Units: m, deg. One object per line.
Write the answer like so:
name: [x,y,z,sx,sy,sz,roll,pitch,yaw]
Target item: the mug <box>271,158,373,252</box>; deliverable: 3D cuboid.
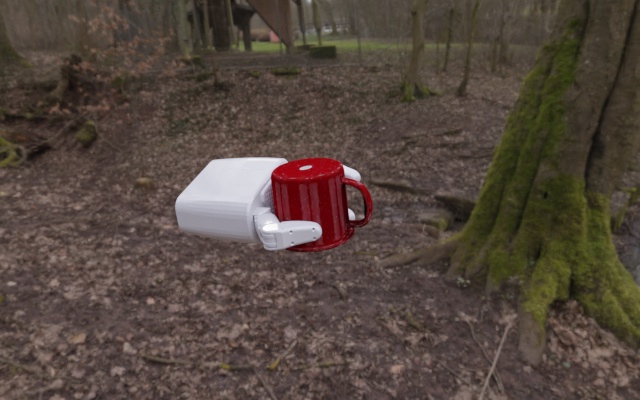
mug: [0.001,0.002,0.528,0.117,0.081,0.093,3,22,24]
